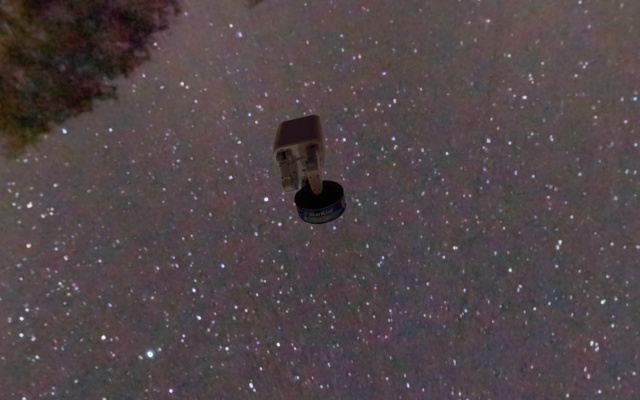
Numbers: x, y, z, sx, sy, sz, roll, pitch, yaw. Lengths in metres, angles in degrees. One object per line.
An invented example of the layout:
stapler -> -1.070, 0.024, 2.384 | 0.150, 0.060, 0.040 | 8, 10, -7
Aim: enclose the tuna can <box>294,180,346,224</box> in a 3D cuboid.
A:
tuna can -> 0.000, 0.003, 0.818 | 0.086, 0.034, 0.086 | -9, 34, 6
